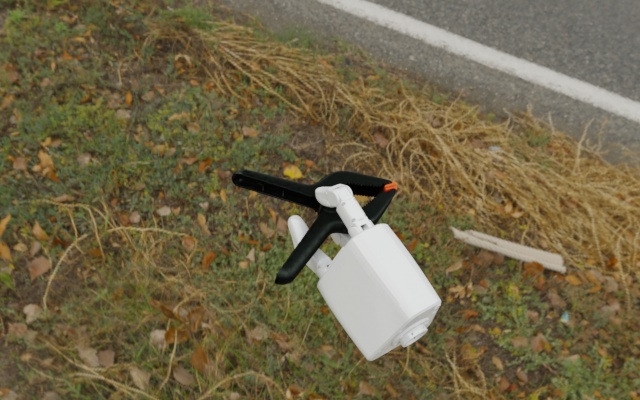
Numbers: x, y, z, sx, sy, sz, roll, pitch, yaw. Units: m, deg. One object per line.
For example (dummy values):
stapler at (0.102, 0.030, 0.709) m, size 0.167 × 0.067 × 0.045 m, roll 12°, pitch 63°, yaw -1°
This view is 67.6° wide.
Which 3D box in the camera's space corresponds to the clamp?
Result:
clamp at (0.001, 0.002, 0.606) m, size 0.210 × 0.164 × 0.036 m, roll -20°, pitch -29°, yaw -27°
